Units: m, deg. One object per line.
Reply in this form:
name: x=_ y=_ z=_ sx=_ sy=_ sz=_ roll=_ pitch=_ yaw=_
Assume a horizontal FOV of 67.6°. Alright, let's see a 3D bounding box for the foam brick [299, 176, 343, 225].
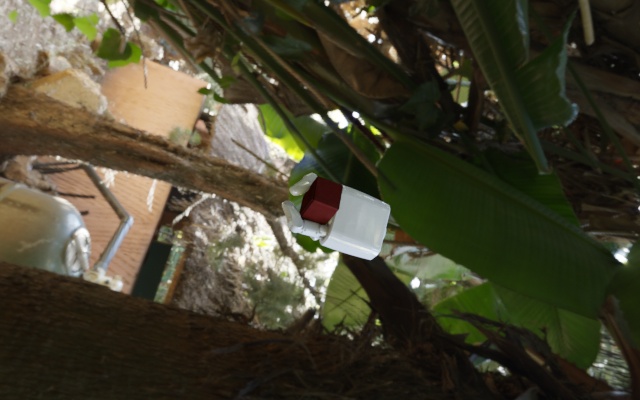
foam brick: x=0.000 y=0.003 z=0.857 sx=0.051 sy=0.053 sz=0.078 roll=20 pitch=-33 yaw=-13
